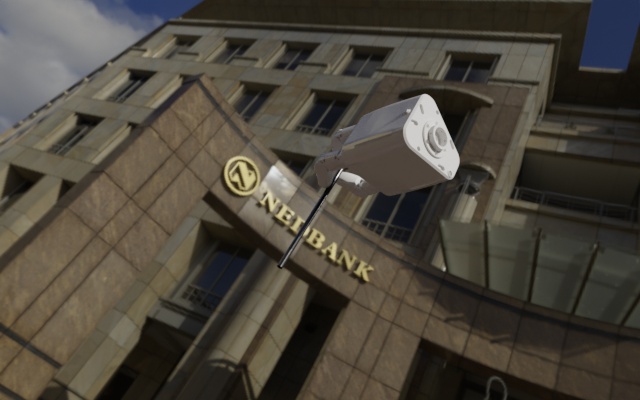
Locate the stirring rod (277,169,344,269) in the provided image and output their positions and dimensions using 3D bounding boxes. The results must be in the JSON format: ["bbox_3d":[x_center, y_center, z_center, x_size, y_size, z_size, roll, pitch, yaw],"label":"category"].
[{"bbox_3d":[0.000,0.002,0.692,0.011,0.239,0.011,22,-34,16],"label":"stirring rod"}]
